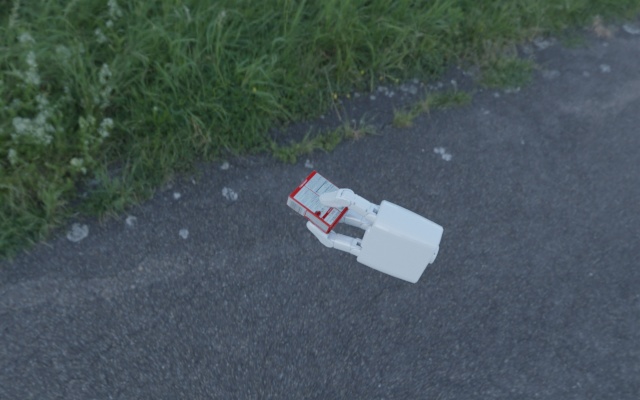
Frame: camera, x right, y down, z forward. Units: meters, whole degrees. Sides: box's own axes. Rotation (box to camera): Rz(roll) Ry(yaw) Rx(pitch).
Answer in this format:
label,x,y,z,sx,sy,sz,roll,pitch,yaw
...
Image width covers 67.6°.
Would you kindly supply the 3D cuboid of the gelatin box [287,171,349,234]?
label,x,y,z,sx,sy,sz,roll,pitch,yaw
gelatin box,0.000,0.002,0.798,0.089,0.073,0.030,36,-33,8
